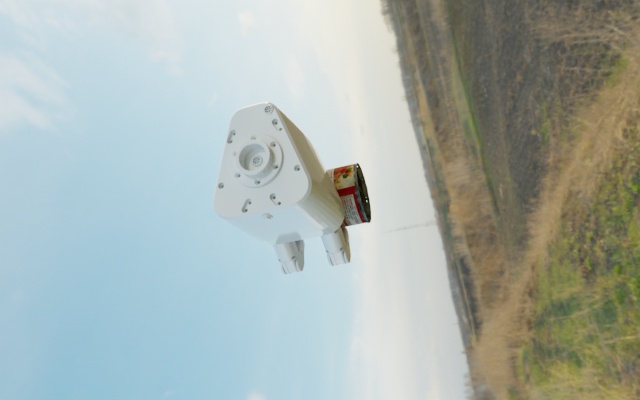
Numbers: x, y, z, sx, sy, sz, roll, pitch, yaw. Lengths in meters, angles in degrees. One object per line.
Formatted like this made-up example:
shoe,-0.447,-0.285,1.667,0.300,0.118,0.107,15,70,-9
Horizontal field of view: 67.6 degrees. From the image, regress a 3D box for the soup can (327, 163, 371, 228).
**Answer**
soup can,0.000,0.002,0.539,0.102,0.068,0.068,-12,-3,13
